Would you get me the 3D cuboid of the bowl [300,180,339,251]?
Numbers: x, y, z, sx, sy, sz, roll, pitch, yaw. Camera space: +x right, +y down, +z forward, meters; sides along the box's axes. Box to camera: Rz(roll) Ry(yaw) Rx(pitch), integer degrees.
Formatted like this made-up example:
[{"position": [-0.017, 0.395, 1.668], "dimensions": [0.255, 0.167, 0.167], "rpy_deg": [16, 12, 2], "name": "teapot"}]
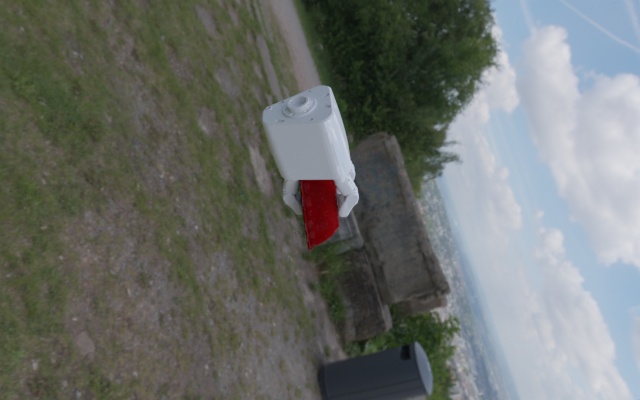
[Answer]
[{"position": [0.001, 0.003, 0.810], "dimensions": [0.055, 0.162, 0.162], "rpy_deg": [-6, 0, 1], "name": "bowl"}]
